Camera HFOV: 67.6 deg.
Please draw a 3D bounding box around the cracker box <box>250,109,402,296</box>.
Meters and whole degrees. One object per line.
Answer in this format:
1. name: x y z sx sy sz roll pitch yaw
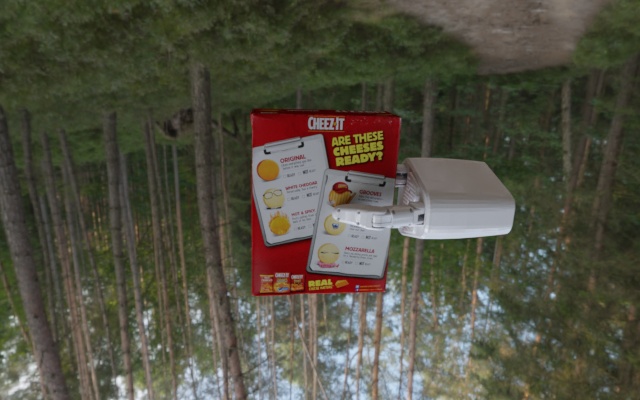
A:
1. cracker box: 0.000 0.002 0.565 0.164 0.214 0.072 0 17 -9
